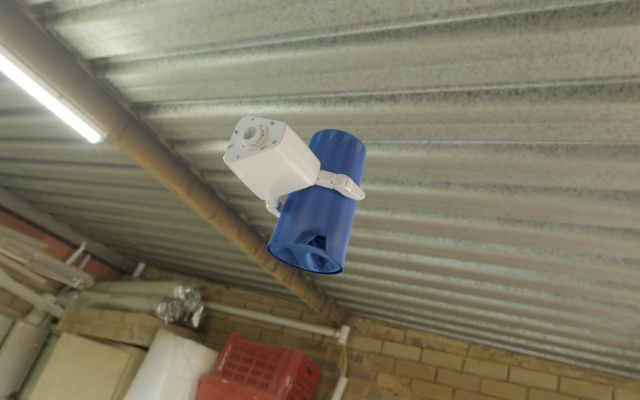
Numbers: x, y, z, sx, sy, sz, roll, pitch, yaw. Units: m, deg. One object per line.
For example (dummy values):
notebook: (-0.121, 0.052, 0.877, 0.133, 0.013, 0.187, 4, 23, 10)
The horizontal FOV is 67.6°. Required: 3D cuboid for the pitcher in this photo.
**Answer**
pitcher: (0.000, 0.003, 0.851, 0.149, 0.242, 0.145, 0, -30, 33)
